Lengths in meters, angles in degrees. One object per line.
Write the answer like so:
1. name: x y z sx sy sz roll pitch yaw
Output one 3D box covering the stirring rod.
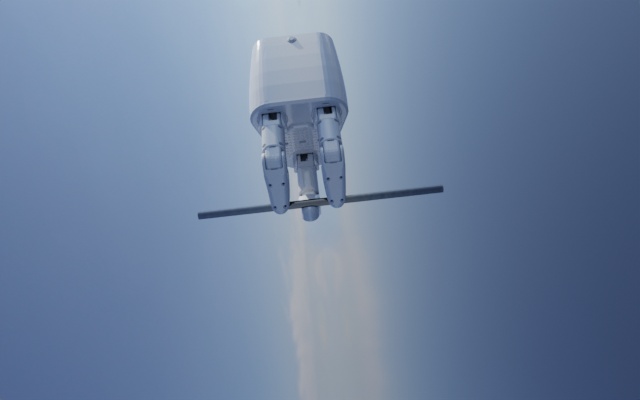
1. stirring rod: 0.000 0.001 0.468 0.239 0.011 0.011 -6 0 0
